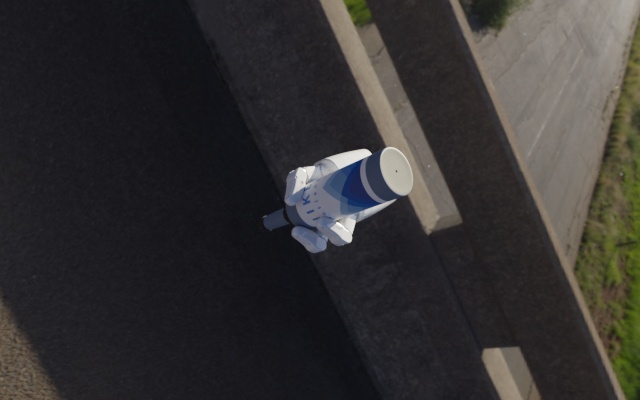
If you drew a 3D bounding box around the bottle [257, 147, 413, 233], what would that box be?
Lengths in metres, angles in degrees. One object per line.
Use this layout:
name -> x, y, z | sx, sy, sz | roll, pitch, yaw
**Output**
bottle -> 0.000, 0.002, 0.713 | 0.069, 0.069, 0.296 | 0, -16, -44
